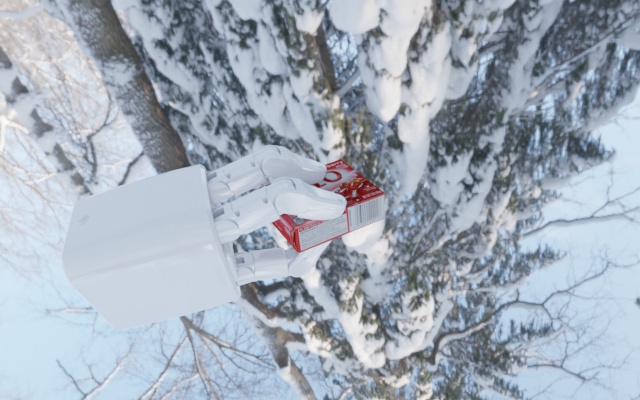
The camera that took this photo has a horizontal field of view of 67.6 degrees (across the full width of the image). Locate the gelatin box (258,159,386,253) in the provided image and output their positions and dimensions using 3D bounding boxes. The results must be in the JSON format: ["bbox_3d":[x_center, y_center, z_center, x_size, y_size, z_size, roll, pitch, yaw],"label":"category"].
[{"bbox_3d":[0.000,0.002,0.415,0.089,0.030,0.073,-20,37,-21],"label":"gelatin box"}]
